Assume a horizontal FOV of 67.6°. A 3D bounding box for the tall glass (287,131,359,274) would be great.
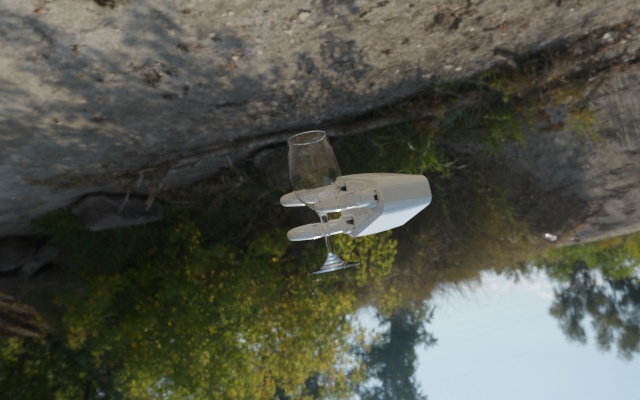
[{"bbox_3d":[0.000,0.003,0.704,0.079,0.201,0.079,-12,-6,-1],"label":"tall glass"}]
